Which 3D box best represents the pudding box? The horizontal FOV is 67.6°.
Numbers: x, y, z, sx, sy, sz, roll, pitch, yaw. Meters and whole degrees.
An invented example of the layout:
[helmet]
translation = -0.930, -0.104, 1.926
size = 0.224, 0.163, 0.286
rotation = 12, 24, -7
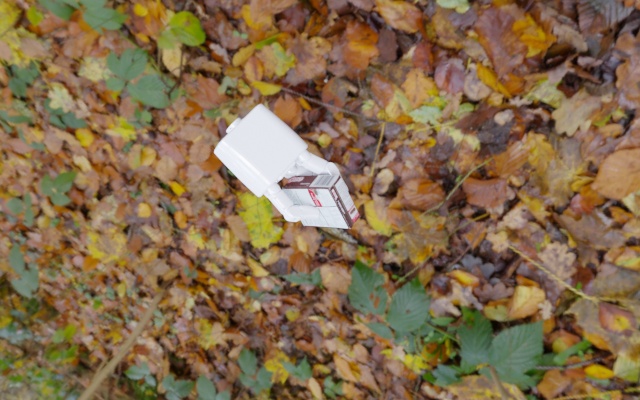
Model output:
[pudding box]
translation = 0.000, 0.003, 0.812
size = 0.113, 0.090, 0.039
rotation = 3, 42, 43
